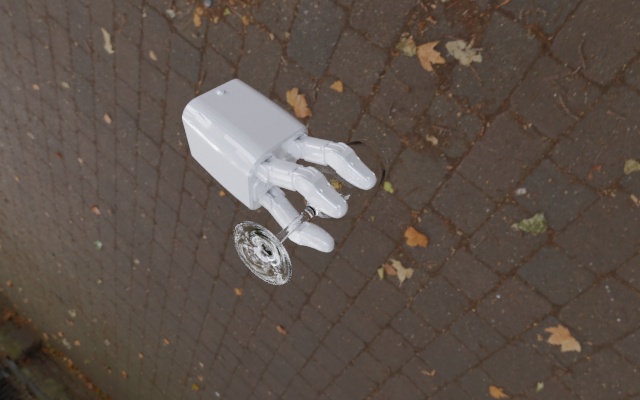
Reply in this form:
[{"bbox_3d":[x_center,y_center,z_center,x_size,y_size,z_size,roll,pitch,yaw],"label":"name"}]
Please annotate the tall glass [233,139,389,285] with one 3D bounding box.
[{"bbox_3d":[0.000,0.002,0.526,0.079,0.079,0.201,0,30,43],"label":"tall glass"}]
